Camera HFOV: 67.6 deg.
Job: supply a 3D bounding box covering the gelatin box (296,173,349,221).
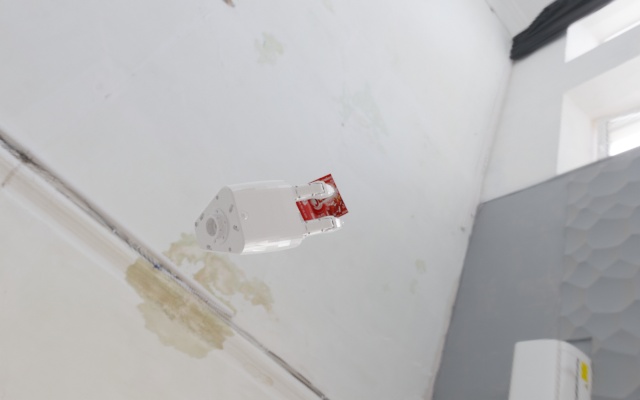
[{"bbox_3d":[0.000,0.003,0.772,0.030,0.073,0.089,-25,0,37],"label":"gelatin box"}]
